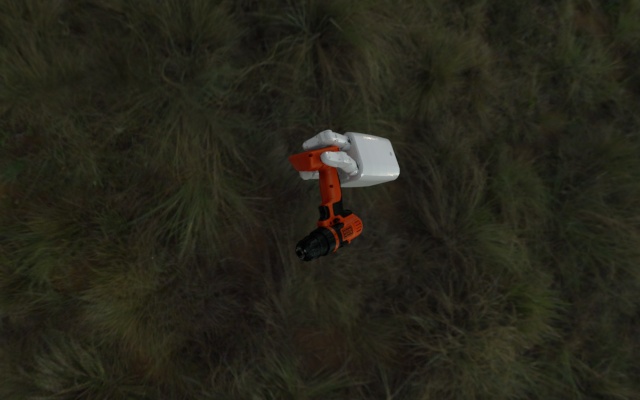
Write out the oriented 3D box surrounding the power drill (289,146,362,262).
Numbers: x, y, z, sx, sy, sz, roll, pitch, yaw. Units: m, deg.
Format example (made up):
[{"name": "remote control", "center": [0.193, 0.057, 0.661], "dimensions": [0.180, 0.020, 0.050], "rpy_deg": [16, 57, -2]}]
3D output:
[{"name": "power drill", "center": [0.000, 0.002, 0.862], "dimensions": [0.057, 0.187, 0.184], "rpy_deg": [-7, 9, 34]}]
